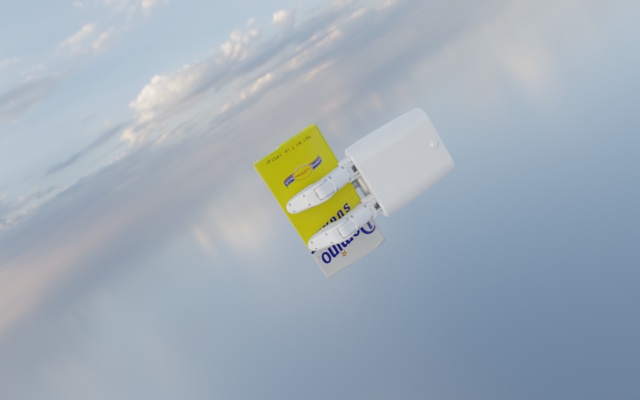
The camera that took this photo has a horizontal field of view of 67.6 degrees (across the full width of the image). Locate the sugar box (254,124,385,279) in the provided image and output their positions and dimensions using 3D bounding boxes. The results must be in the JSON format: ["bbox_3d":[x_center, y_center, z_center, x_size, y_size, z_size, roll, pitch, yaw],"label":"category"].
[{"bbox_3d":[0.000,0.002,0.608,0.093,0.176,0.048,-33,11,0],"label":"sugar box"}]
